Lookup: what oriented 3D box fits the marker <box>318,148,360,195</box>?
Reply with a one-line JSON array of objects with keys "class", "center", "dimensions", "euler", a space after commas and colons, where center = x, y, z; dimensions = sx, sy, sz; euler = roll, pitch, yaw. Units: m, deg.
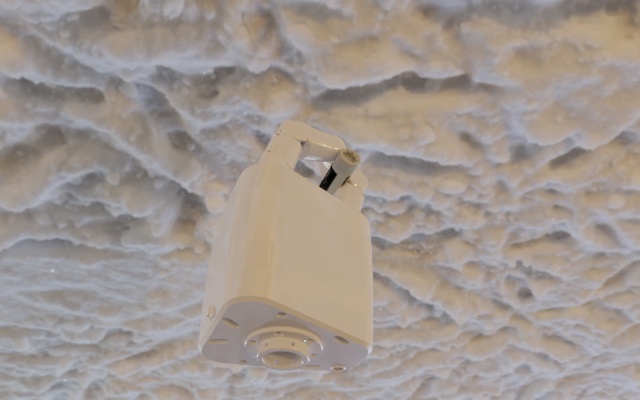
[{"class": "marker", "center": [0.000, 0.001, 0.424], "dimensions": [0.020, 0.020, 0.121], "euler": [0, -37, -30]}]
